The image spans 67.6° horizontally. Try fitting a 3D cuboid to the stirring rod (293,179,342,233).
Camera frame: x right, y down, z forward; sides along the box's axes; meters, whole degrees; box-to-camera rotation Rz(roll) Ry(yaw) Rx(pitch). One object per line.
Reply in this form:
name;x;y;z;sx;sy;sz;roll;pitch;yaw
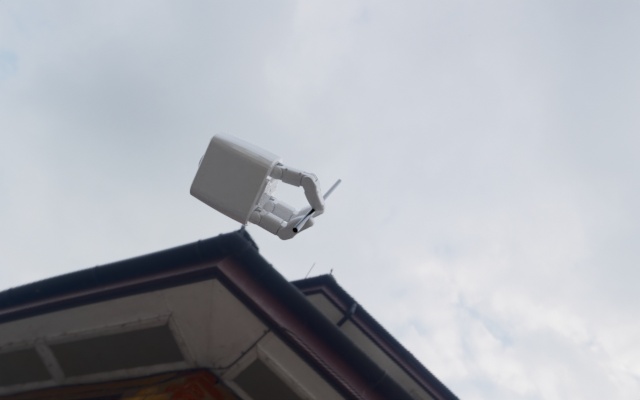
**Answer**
stirring rod;0.000;0.002;0.754;0.011;0.011;0.239;0;18;17
